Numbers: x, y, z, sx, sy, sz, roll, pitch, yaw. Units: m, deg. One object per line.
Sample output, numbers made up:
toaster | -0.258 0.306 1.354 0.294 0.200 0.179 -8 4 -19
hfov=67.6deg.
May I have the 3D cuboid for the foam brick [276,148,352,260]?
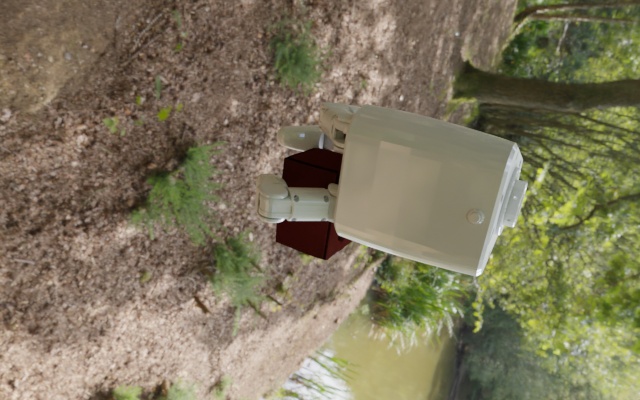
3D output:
foam brick | 0.000 0.002 0.401 0.051 0.078 0.053 18 23 25
